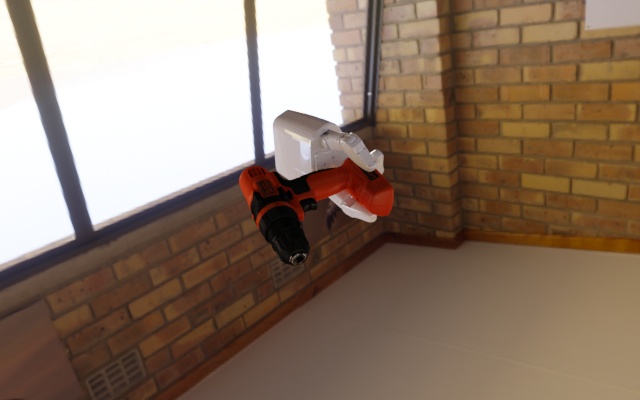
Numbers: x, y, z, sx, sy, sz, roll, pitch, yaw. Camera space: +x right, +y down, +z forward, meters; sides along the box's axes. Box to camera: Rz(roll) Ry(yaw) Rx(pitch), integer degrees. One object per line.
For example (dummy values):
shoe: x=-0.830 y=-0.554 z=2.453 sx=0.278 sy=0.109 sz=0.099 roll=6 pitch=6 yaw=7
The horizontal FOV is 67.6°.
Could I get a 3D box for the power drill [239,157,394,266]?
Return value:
power drill: x=0.000 y=0.002 z=0.642 sx=0.187 sy=0.057 sz=0.184 roll=-11 pitch=42 yaw=-22
